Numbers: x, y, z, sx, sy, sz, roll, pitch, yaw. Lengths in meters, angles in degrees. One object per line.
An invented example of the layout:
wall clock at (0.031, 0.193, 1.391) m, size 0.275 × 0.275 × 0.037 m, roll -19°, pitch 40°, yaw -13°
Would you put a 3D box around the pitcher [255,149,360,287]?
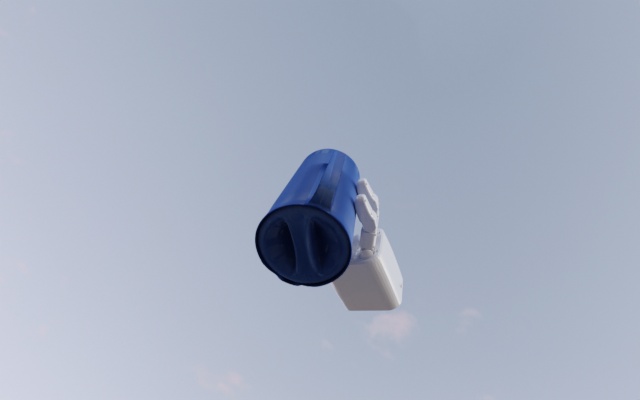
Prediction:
pitcher at (0.000, 0.003, 0.734) m, size 0.149 × 0.145 × 0.242 m, roll -20°, pitch 22°, yaw 21°
